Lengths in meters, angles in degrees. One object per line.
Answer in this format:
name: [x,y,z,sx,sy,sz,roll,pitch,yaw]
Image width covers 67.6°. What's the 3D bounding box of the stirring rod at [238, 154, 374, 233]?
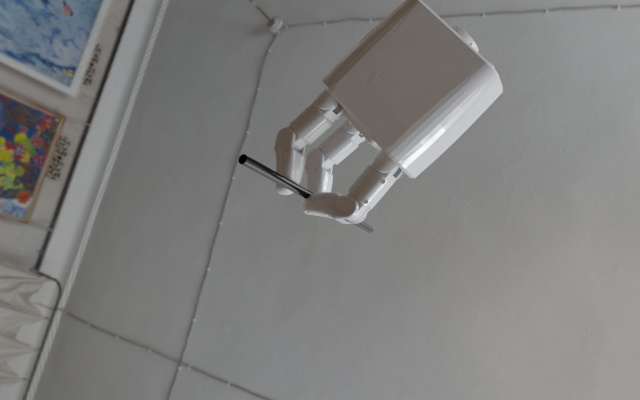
stirring rod: [0.000,0.001,0.456,0.011,0.011,0.239,0,-16,30]
